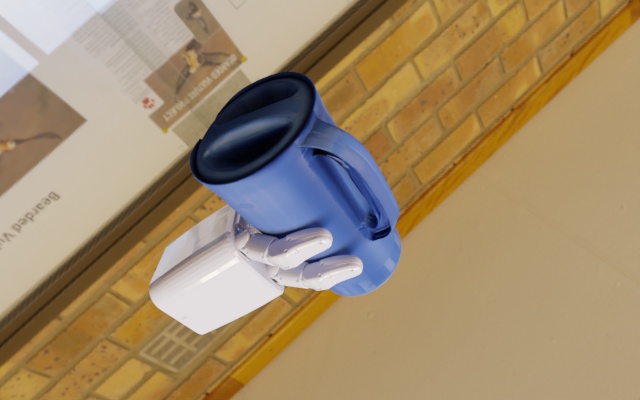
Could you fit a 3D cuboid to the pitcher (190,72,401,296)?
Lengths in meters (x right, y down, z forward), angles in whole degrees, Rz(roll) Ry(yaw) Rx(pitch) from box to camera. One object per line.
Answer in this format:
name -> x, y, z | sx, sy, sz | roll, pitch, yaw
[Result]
pitcher -> 0.000, 0.002, 0.487 | 0.145, 0.149, 0.243 | -30, -48, 11
